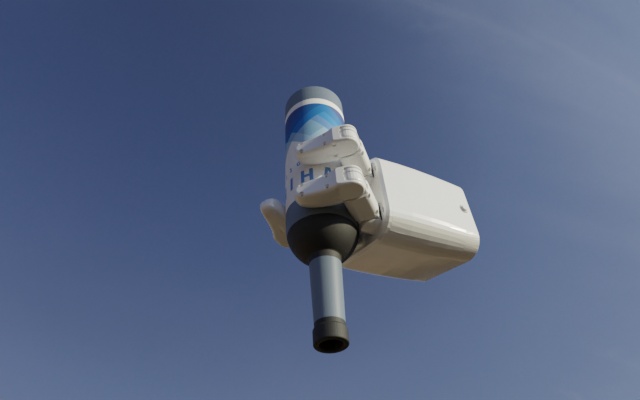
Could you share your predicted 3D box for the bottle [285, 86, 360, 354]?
[{"bbox_3d":[0.000,0.001,0.455,0.069,0.295,0.069,-2,-43,-2],"label":"bottle"}]
